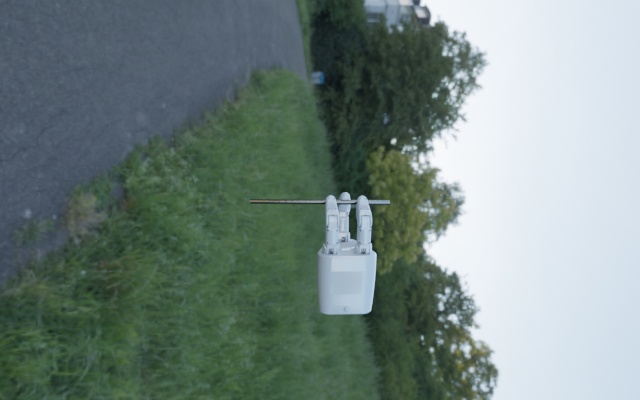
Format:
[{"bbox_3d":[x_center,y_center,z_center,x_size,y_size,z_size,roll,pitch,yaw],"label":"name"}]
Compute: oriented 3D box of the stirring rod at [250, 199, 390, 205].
[{"bbox_3d":[0.000,0.003,0.821,0.239,0.011,0.011,0,0,-5],"label":"stirring rod"}]
